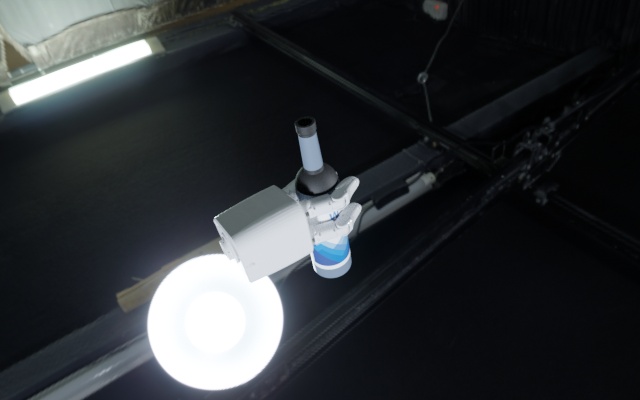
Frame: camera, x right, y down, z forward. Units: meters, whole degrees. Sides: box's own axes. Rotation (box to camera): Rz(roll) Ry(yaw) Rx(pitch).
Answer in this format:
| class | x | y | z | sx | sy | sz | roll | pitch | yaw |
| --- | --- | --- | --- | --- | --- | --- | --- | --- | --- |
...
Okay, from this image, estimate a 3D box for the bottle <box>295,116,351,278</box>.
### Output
| class | x | y | z | sx | sy | sz | roll | pitch | yaw |
| --- | --- | --- | --- | --- | --- | --- | --- | --- | --- |
| bottle | 0.000 | 0.003 | 0.728 | 0.069 | 0.296 | 0.069 | -6 | 43 | 6 |
